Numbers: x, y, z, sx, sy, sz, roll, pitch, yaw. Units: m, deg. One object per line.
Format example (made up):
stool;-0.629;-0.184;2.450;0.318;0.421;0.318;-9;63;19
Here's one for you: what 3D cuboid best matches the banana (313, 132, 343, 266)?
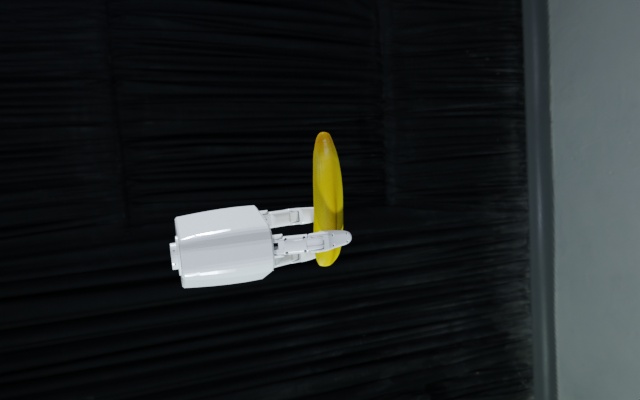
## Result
banana;0.006;0.013;0.624;0.037;0.198;0.069;-8;28;-17
